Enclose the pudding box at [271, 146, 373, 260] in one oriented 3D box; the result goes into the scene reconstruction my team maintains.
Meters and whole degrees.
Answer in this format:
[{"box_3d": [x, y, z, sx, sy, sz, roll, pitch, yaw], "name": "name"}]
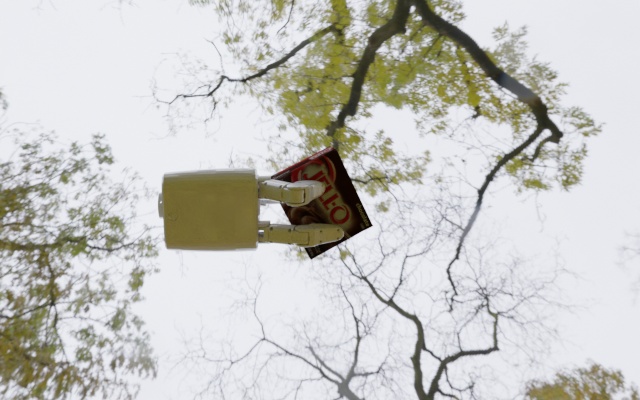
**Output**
[{"box_3d": [0.000, 0.002, 0.590, 0.090, 0.113, 0.039, -28, 18, -3], "name": "pudding box"}]
